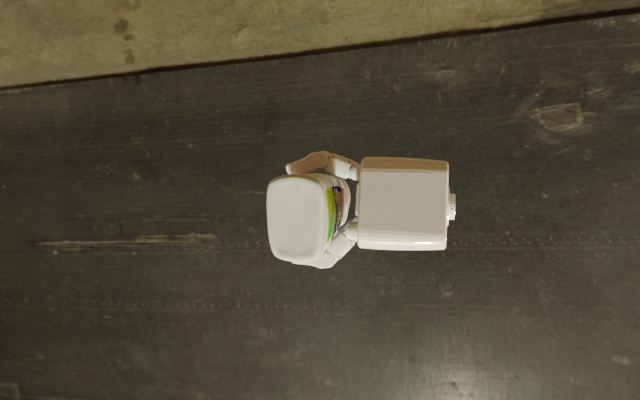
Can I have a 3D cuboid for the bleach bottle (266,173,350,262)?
[{"bbox_3d":[0.000,0.002,0.641,0.068,0.102,0.251,2,10,13],"label":"bleach bottle"}]
